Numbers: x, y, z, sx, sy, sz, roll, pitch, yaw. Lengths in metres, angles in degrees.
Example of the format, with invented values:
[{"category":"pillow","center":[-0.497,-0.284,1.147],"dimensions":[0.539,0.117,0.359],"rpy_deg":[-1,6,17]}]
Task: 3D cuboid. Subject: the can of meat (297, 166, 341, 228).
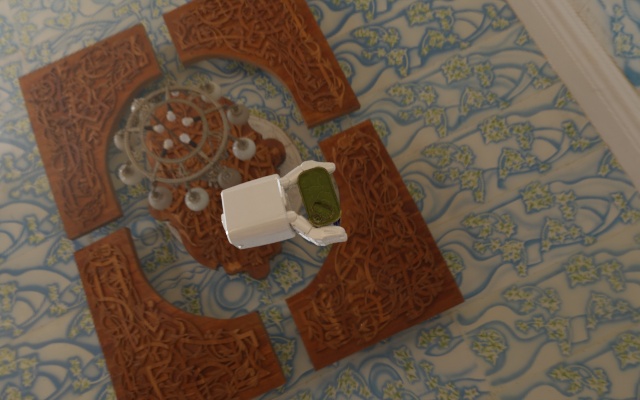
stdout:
[{"category":"can of meat","center":[0.000,0.003,0.839],"dimensions":[0.057,0.102,0.084],"rpy_deg":[-18,-15,-1]}]
